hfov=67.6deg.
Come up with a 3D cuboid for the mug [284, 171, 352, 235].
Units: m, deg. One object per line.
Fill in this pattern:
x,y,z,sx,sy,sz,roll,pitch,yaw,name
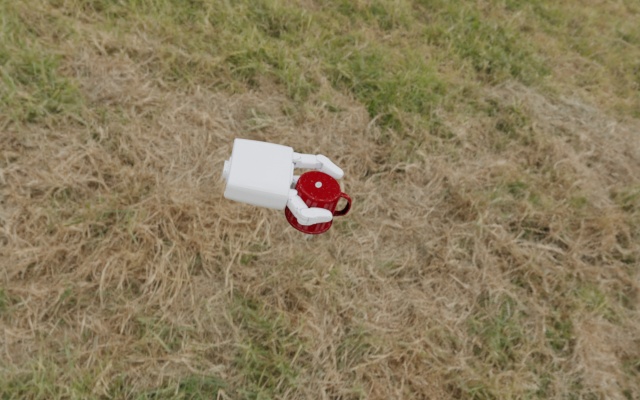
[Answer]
0.002,0.003,0.868,0.117,0.093,0.082,9,-47,-13,mug
